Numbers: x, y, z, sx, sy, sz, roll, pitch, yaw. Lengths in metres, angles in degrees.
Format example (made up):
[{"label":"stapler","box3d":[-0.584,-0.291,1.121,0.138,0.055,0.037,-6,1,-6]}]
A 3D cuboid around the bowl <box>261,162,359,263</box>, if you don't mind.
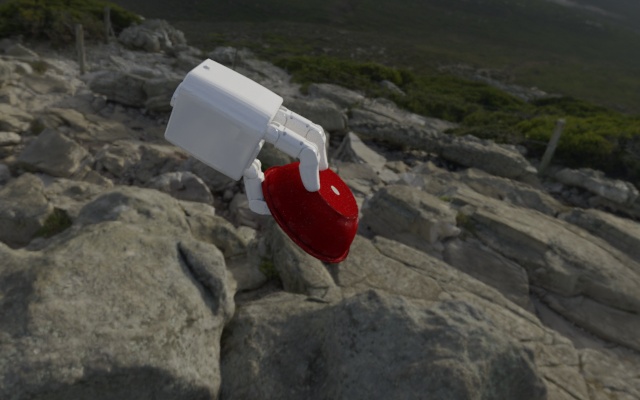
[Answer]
[{"label":"bowl","box3d":[0.001,0.002,0.639,0.055,0.162,0.162,-40,-20,24]}]
